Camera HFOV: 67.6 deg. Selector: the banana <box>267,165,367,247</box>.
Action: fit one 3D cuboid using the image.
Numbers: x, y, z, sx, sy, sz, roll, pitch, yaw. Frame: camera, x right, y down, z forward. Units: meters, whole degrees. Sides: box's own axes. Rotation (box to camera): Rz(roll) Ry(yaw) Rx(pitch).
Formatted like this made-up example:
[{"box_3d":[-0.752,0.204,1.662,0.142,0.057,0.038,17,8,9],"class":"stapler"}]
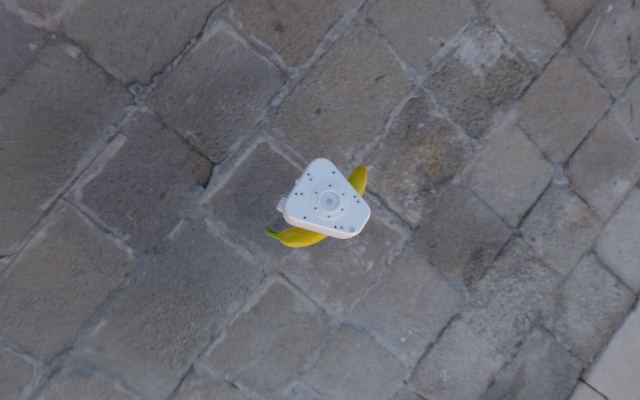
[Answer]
[{"box_3d":[0.008,0.019,0.777,0.198,0.069,0.037,-35,-16,-2],"class":"banana"}]
